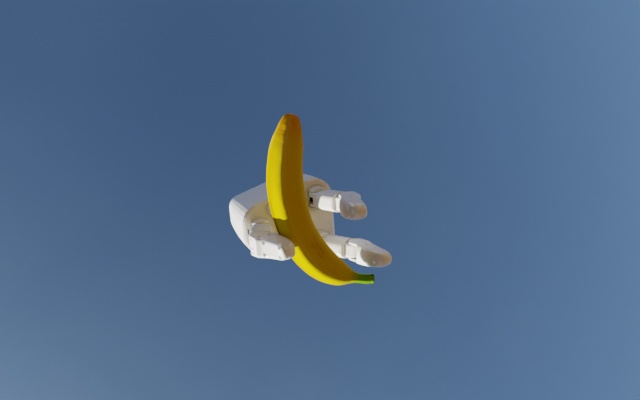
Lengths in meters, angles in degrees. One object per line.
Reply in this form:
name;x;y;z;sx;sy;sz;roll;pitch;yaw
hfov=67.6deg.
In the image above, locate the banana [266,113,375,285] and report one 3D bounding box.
banana;-0.015;0.013;0.484;0.069;0.198;0.037;-28;17;-7
